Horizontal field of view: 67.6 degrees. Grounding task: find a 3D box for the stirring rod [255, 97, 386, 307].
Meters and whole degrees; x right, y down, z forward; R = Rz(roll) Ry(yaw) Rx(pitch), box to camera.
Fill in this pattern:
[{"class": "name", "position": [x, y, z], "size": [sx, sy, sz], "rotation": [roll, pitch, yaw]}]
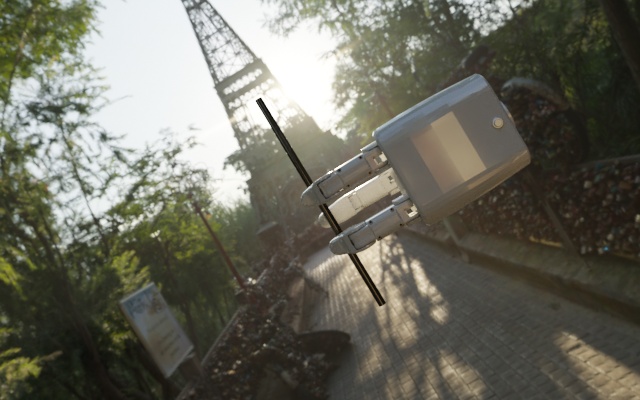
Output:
[{"class": "stirring rod", "position": [0.000, 0.002, 0.478], "size": [0.011, 0.239, 0.011], "rotation": [-31, 1, 0]}]
